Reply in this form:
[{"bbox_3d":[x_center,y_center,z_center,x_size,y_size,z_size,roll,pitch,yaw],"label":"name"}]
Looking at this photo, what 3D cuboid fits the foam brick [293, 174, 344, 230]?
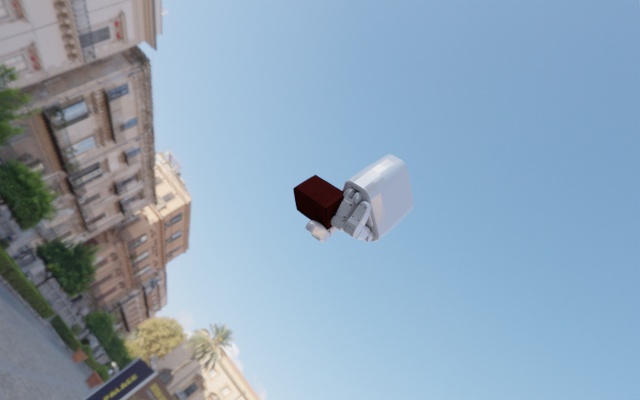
[{"bbox_3d":[0.000,0.002,0.807,0.051,0.053,0.078,-36,52,-29],"label":"foam brick"}]
